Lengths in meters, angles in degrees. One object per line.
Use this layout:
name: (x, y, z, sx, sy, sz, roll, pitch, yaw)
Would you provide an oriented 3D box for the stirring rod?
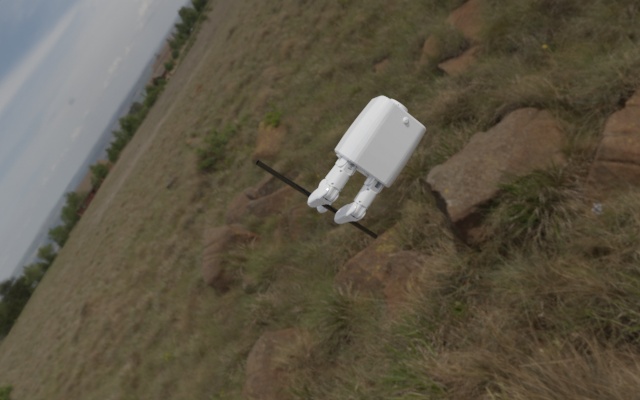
stirring rod: (0.000, 0.002, 0.750, 0.239, 0.011, 0.011, 32, -15, -24)
